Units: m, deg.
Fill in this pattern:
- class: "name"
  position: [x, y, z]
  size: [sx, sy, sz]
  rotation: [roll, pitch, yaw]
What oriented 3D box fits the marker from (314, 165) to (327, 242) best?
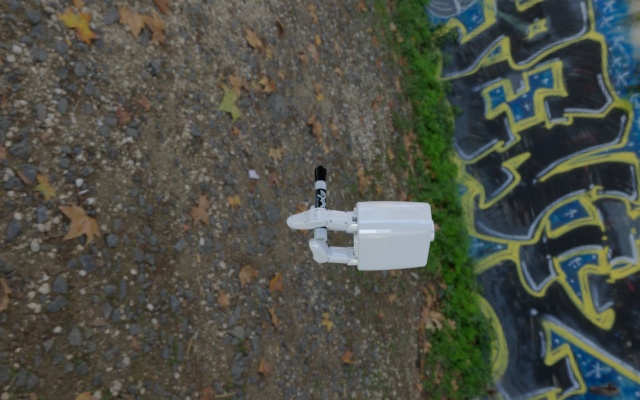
- class: "marker"
  position: [0.000, 0.002, 0.710]
  size: [0.020, 0.121, 0.020]
  rotation: [0, -26, 0]
